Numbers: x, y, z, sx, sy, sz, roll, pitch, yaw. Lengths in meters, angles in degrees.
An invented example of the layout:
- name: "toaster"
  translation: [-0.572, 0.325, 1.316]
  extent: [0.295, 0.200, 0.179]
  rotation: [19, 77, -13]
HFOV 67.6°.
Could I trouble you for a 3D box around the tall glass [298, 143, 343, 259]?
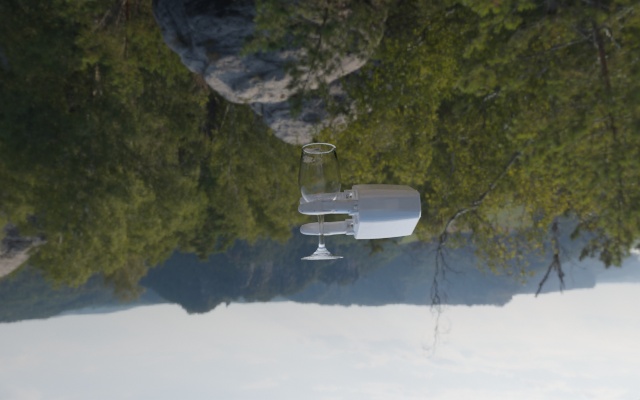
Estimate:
- name: "tall glass"
  translation: [0.000, 0.003, 0.850]
  extent: [0.079, 0.201, 0.079]
  rotation: [-2, -8, 0]
